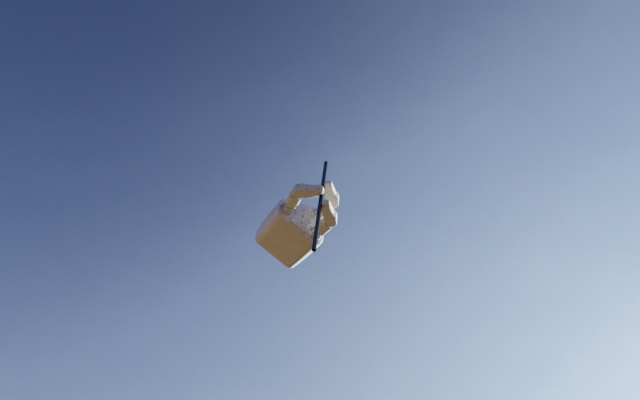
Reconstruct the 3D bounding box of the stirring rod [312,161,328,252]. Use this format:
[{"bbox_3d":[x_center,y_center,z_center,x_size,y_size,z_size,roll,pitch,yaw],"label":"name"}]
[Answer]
[{"bbox_3d":[0.000,0.003,0.891,0.011,0.011,0.239,0,42,7],"label":"stirring rod"}]
